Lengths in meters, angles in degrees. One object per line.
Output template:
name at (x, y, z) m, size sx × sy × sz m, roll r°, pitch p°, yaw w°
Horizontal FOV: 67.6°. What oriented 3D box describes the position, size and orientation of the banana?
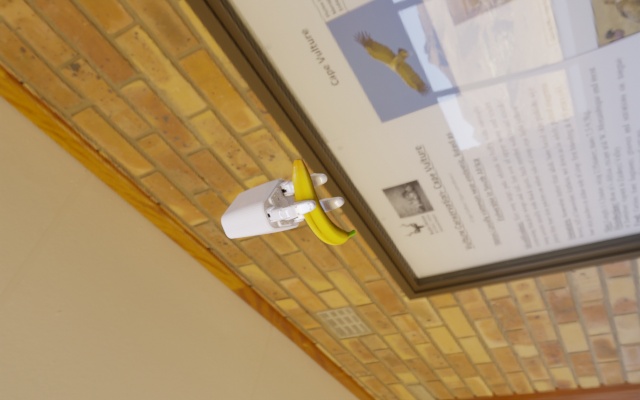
banana at (-0.004, 0.018, 0.854) m, size 0.037 × 0.198 × 0.069 m, roll -13°, pitch 36°, yaw 34°
